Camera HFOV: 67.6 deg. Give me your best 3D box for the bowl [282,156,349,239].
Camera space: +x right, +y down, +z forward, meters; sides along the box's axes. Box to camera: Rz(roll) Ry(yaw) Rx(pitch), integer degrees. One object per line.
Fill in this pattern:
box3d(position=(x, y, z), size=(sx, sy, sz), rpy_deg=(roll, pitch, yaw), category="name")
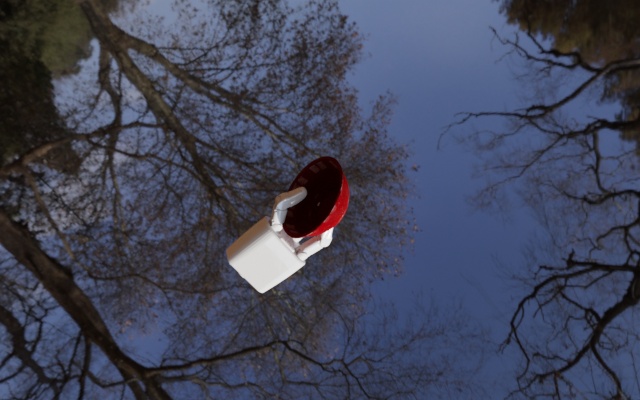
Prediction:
box3d(position=(0.001, 0.002, 0.866), size=(0.055, 0.162, 0.162), rpy_deg=(29, -17, -33), category="bowl")
